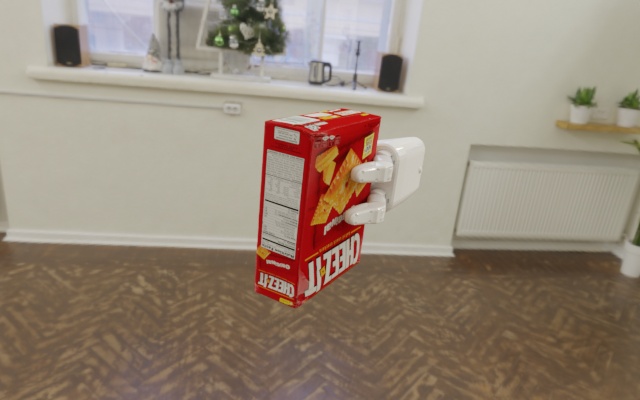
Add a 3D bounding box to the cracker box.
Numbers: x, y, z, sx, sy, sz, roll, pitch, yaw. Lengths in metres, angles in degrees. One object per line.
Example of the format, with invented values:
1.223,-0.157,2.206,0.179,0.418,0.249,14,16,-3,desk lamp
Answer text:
0.000,0.002,0.594,0.072,0.214,0.164,17,23,29,cracker box
